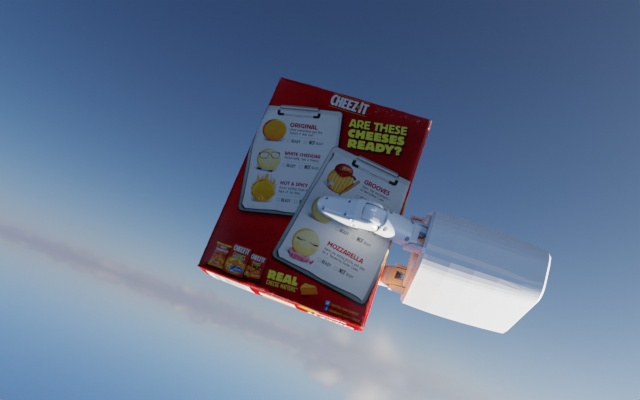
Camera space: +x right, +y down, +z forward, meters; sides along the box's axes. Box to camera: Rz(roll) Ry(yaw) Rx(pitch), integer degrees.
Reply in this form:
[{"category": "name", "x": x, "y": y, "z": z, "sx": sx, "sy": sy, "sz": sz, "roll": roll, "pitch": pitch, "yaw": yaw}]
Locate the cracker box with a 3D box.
[{"category": "cracker box", "x": 0.000, "y": 0.002, "z": 0.482, "sx": 0.164, "sy": 0.213, "sz": 0.072, "roll": 18, "pitch": -16, "yaw": 9}]
